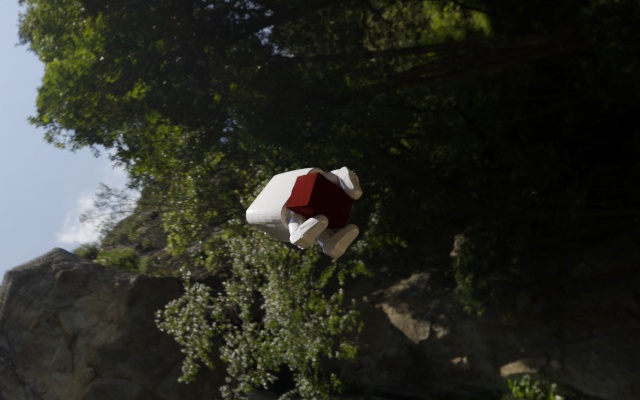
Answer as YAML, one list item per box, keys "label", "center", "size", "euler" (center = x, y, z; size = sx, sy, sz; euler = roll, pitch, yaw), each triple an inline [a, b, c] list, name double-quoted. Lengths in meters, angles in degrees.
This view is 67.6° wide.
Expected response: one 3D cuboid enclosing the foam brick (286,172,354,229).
- label: "foam brick"
  center: [0.000, 0.002, 0.682]
  size: [0.078, 0.053, 0.051]
  euler: [33, -23, -35]
